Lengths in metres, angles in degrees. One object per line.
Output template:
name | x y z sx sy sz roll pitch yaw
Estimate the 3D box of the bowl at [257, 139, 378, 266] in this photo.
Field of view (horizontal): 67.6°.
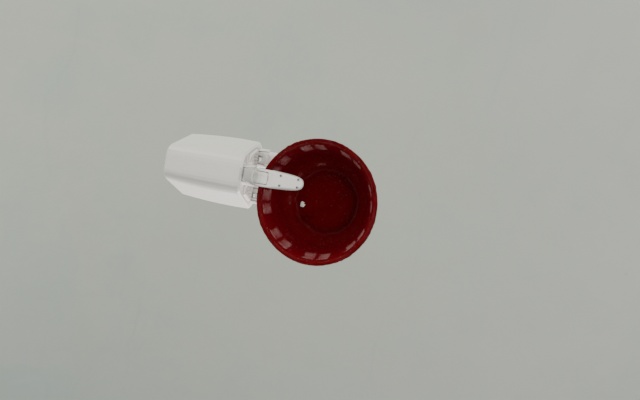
bowl | 0.001 0.003 0.628 0.162 0.162 0.055 0 1 17
